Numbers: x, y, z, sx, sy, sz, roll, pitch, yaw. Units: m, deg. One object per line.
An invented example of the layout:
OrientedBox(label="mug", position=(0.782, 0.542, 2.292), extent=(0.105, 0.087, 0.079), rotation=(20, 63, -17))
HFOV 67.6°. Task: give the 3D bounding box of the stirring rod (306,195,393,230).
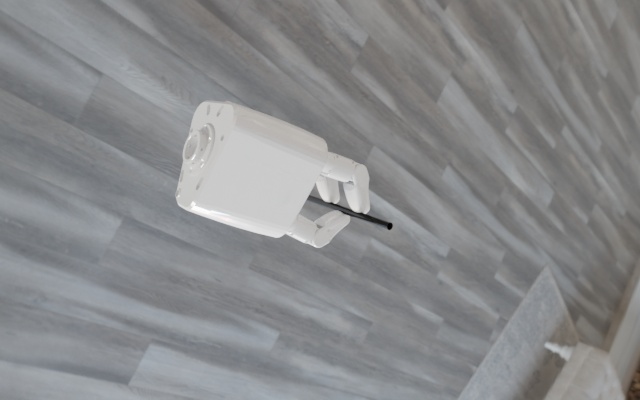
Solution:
OrientedBox(label="stirring rod", position=(0.000, 0.002, 0.577), extent=(0.011, 0.011, 0.239), rotation=(0, 12, -37))
